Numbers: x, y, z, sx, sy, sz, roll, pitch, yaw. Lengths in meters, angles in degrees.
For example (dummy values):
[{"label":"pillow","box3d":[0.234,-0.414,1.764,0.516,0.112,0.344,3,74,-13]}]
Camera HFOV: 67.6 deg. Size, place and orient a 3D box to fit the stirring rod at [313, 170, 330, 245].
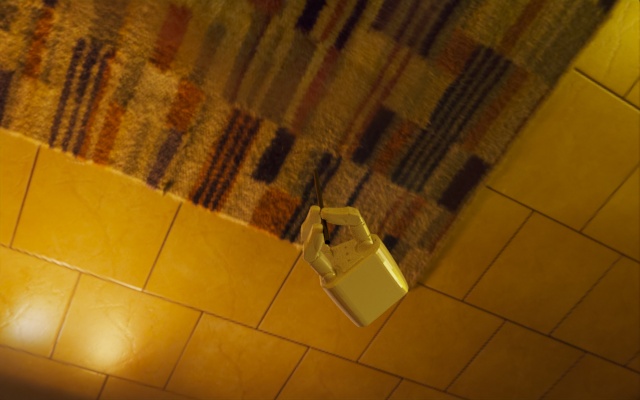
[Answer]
[{"label":"stirring rod","box3d":[0.000,0.002,0.761,0.011,0.011,0.239,0,27,-5]}]
